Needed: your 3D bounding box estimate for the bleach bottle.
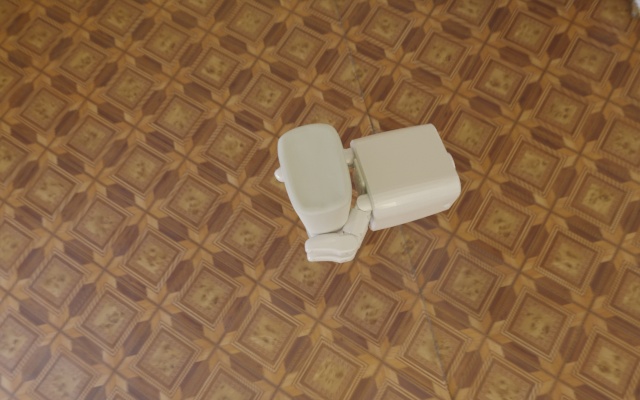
[{"bbox_3d":[0.000,0.002,0.603,0.068,0.102,0.251,-14,-16,-1],"label":"bleach bottle"}]
